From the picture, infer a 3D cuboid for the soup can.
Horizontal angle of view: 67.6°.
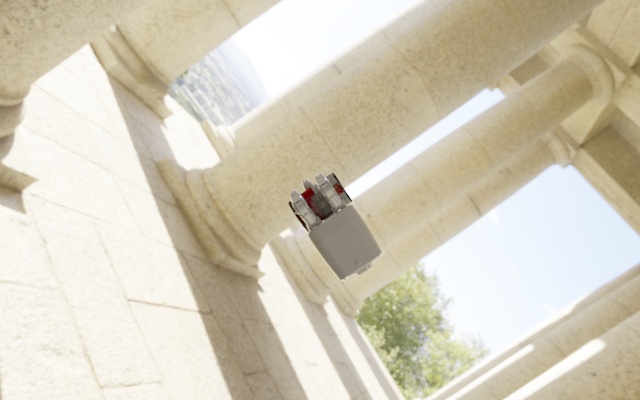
[{"bbox_3d":[0.000,0.002,0.892,0.102,0.068,0.068,-34,-2,2],"label":"soup can"}]
